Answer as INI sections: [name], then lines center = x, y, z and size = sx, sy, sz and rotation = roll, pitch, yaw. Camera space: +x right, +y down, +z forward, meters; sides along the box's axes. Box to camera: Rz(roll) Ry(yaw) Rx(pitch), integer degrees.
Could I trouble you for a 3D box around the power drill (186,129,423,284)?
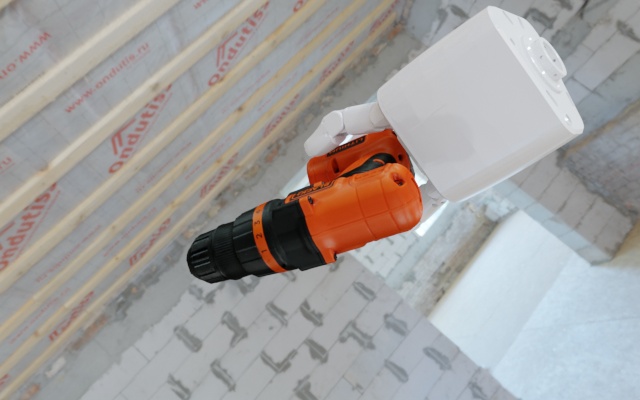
[power drill]
center = 0.000, 0.001, 0.400
size = 0.184, 0.057, 0.187
rotation = -17, 14, 21
